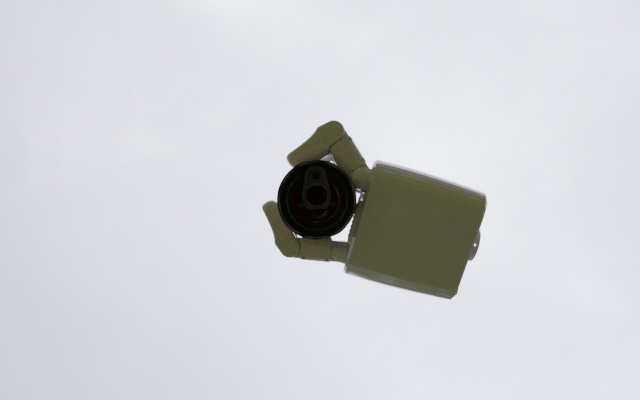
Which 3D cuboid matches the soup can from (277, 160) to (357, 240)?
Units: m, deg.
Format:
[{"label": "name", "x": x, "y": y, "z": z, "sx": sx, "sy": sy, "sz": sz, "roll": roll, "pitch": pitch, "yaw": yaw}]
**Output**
[{"label": "soup can", "x": 0.000, "y": 0.001, "z": 0.453, "sx": 0.068, "sy": 0.068, "sz": 0.102, "roll": 0, "pitch": -3, "yaw": 4}]
